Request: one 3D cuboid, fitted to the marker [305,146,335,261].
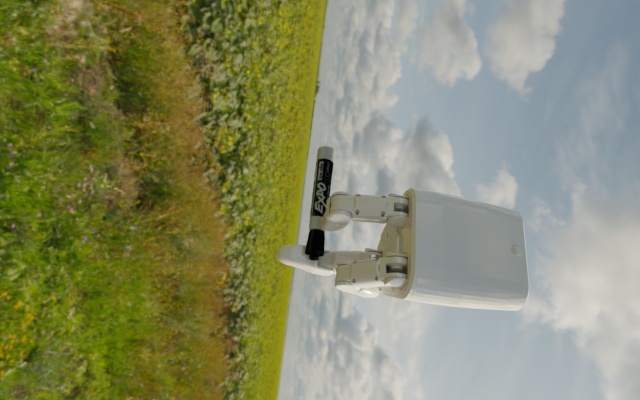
[{"bbox_3d":[0.000,0.002,0.481,0.020,0.121,0.020,5,-24,2],"label":"marker"}]
